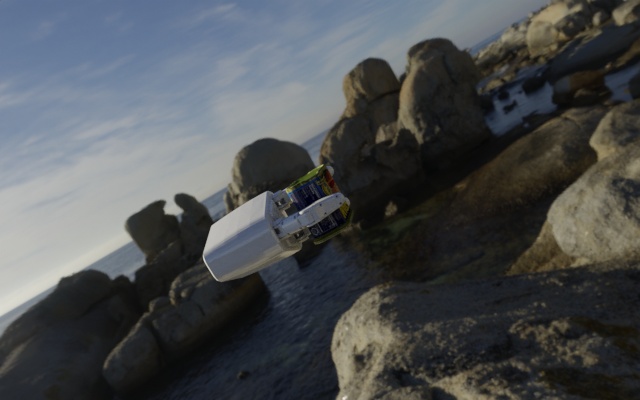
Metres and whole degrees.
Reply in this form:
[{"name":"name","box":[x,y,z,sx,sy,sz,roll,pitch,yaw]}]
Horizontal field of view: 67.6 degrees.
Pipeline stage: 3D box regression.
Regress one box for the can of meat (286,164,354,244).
[{"name":"can of meat","box":[0.000,0.002,0.666,0.057,0.084,0.102,-29,7,13]}]
